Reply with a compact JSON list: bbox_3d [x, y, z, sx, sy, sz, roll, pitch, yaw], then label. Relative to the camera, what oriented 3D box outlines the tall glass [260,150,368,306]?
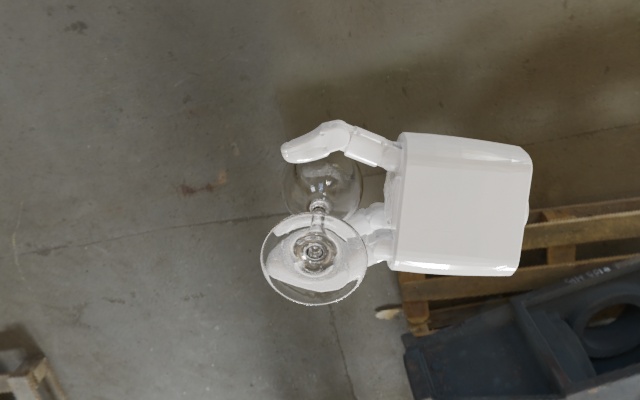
[{"bbox_3d":[0.000,0.002,0.417,0.079,0.079,0.201,0,24,2],"label":"tall glass"}]
